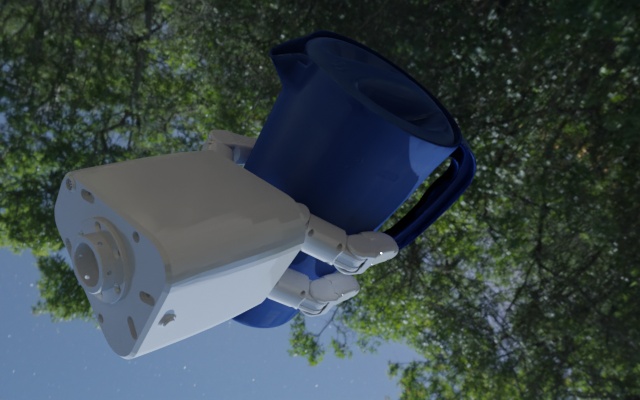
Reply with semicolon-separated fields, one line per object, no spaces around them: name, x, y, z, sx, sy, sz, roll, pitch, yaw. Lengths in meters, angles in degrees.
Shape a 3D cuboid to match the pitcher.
pitcher;0.000;0.001;0.402;0.149;0.243;0.145;47;33;18
